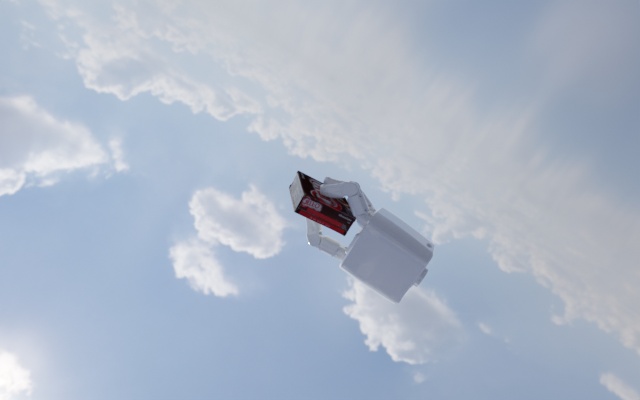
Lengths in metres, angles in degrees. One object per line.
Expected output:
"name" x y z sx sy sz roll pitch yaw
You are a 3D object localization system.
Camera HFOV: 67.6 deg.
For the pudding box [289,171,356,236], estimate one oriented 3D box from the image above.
"pudding box" 0.000 0.003 0.748 0.090 0.039 0.113 27 13 -18
